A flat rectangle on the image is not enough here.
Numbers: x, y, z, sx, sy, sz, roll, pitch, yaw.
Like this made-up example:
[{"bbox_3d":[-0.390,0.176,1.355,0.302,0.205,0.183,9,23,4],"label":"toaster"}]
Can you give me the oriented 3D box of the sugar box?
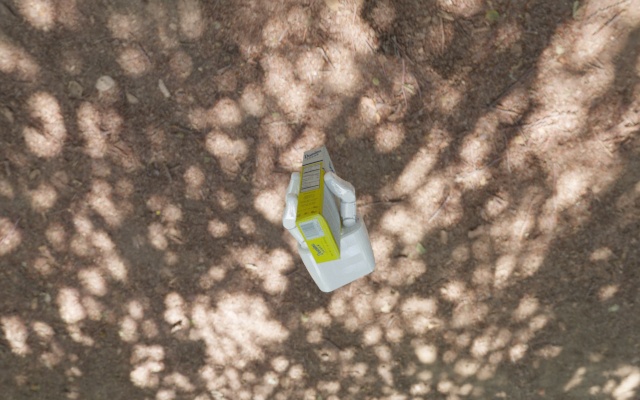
[{"bbox_3d":[0.000,0.003,0.749,0.048,0.093,0.176,-15,37,12],"label":"sugar box"}]
